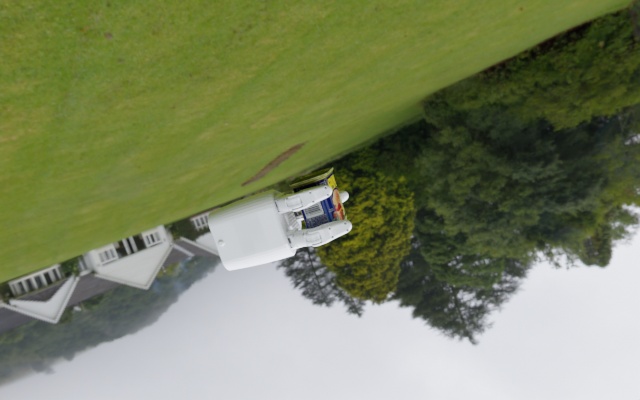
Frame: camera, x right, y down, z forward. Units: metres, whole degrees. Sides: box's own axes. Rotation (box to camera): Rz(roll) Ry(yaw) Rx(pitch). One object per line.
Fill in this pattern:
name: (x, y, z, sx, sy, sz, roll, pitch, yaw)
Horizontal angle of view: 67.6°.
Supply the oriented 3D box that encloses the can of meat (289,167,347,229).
can of meat: (0.000, 0.003, 0.705, 0.057, 0.084, 0.102, -17, 7, 11)
